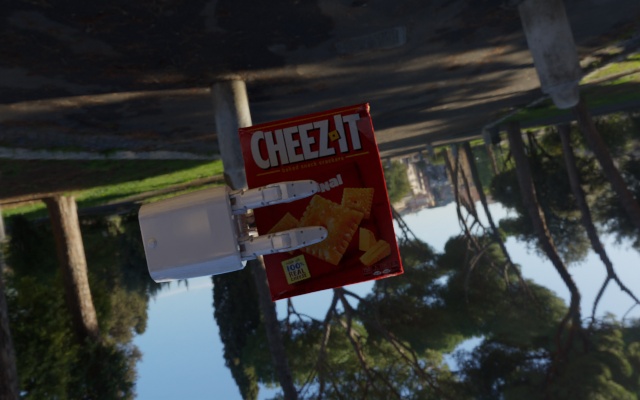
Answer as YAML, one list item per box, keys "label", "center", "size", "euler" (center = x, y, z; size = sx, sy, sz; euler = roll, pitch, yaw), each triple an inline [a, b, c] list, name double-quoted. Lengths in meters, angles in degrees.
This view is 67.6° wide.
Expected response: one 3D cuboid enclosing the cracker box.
- label: "cracker box"
  center: [0.000, 0.002, 0.594]
  size: [0.164, 0.213, 0.072]
  euler: [-12, -1, 0]
